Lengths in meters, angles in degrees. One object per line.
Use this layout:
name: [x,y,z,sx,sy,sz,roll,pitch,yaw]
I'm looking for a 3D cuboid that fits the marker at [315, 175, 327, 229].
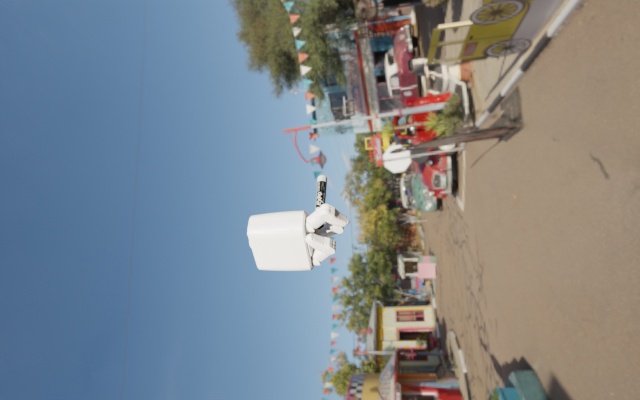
marker: [0.000,0.003,0.893,0.020,0.121,0.020,3,-39,2]
